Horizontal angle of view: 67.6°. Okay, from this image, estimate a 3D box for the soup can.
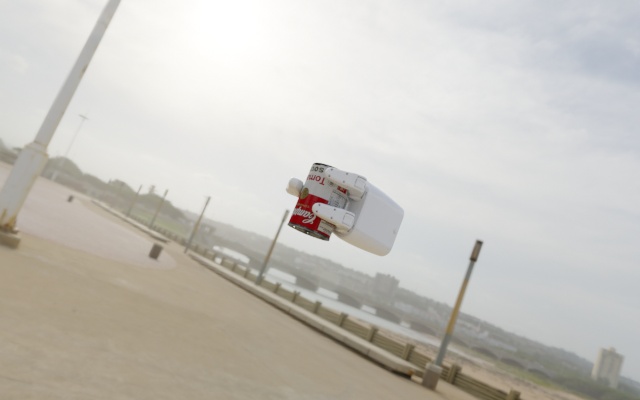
[{"bbox_3d":[0.000,0.002,0.721,0.068,0.102,0.068,21,-9,4],"label":"soup can"}]
